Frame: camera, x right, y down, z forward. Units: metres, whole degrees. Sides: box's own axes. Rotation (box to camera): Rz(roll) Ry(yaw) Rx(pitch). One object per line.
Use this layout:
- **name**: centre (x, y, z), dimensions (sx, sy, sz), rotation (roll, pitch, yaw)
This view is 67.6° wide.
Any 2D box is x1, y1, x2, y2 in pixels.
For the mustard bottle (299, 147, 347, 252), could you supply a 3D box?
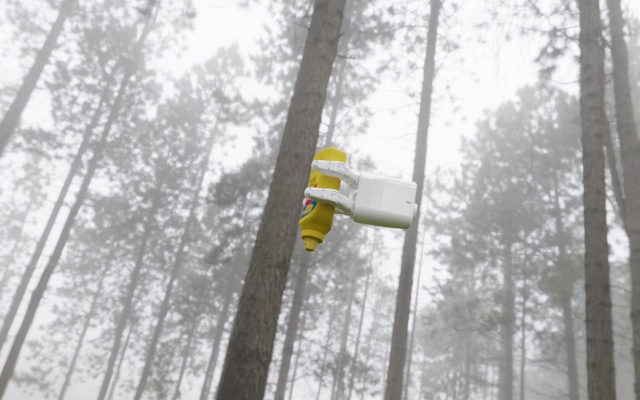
- **mustard bottle**: centre (0.000, 0.003, 0.889), dimensions (0.058, 0.191, 0.096), rotation (20, -23, -18)
